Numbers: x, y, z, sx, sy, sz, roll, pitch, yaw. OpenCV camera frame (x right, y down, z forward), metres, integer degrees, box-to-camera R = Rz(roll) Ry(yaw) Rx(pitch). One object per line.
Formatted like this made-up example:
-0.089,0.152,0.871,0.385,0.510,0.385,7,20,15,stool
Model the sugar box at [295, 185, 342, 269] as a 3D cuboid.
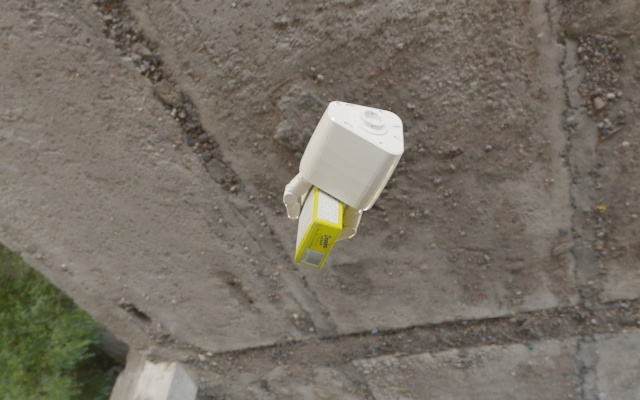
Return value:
0.001,0.002,0.703,0.048,0.176,0.093,18,-47,-9,sugar box
